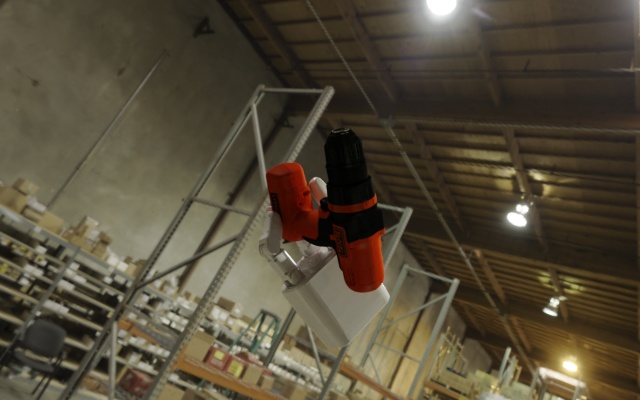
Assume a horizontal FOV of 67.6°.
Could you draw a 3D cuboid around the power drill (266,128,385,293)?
[{"bbox_3d":[0.000,0.002,0.570,0.057,0.184,0.187,-18,19,-26],"label":"power drill"}]
